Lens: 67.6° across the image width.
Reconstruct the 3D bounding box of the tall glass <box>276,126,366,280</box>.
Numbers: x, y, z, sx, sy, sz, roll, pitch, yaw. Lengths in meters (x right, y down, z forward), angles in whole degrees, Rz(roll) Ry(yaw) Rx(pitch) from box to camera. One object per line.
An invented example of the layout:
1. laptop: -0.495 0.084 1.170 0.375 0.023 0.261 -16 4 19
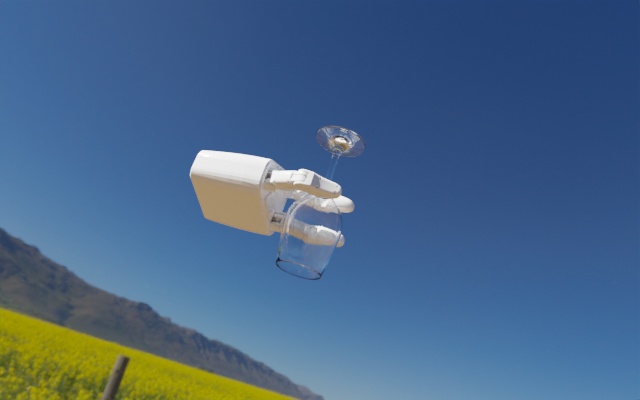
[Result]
1. tall glass: 0.000 0.002 0.643 0.079 0.201 0.079 15 -24 7
